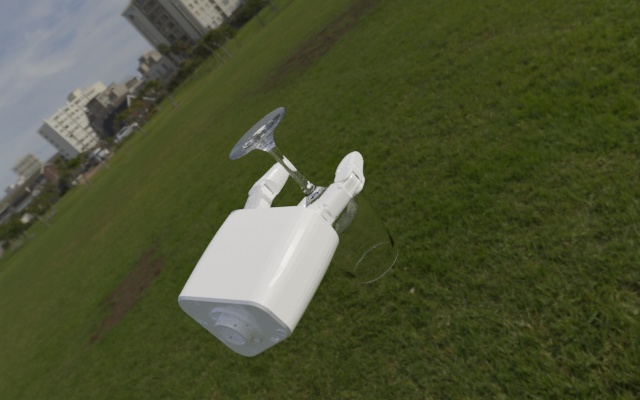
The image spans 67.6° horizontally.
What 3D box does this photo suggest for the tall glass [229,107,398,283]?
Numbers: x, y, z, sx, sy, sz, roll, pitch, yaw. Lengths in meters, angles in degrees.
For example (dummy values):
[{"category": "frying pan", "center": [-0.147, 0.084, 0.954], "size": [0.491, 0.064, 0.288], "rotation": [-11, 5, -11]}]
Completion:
[{"category": "tall glass", "center": [0.000, 0.001, 0.504], "size": [0.201, 0.079, 0.079], "rotation": [47, -22, -22]}]
